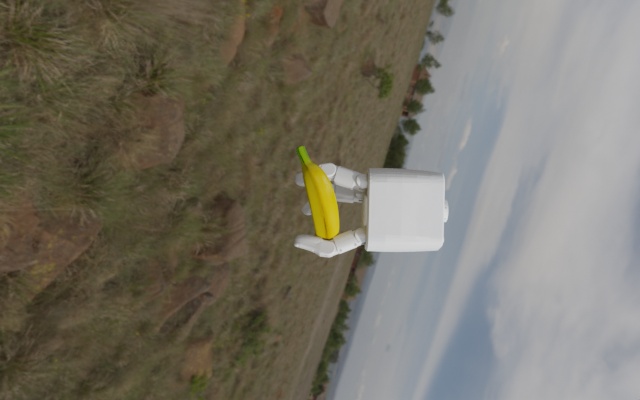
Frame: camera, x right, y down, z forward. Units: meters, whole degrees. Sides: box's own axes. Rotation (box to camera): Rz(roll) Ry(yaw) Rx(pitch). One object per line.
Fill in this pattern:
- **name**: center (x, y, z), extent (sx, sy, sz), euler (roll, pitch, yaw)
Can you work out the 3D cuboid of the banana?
- **banana**: center (0.004, 0.014, 0.660), extent (0.037, 0.069, 0.198), euler (-14, -40, -3)
